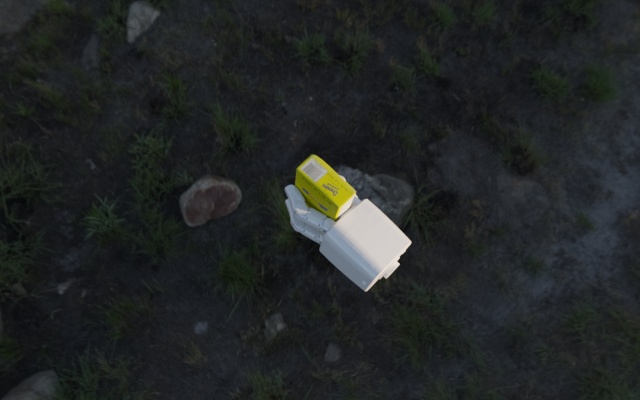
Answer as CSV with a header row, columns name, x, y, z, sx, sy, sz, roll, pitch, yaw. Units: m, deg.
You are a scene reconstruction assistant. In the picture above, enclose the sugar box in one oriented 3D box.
name,x,y,z,sx,sy,sz,roll,pitch,yaw
sugar box,0.000,0.003,0.799,0.048,0.093,0.176,-42,-14,-22
